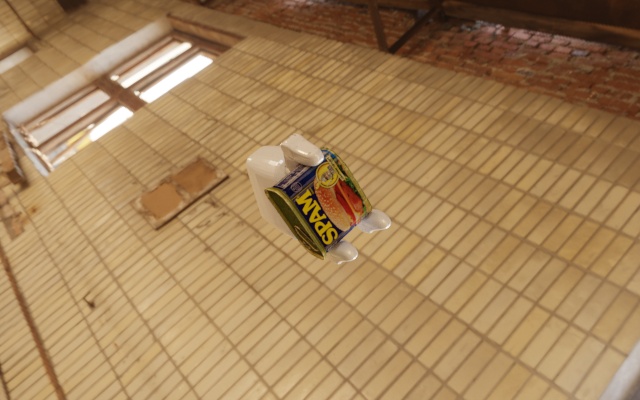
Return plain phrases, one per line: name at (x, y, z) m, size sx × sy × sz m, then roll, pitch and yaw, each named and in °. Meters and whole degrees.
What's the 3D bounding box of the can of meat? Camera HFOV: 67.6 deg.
can of meat at (0.000, 0.002, 0.548) m, size 0.084 × 0.102 × 0.057 m, roll -41°, pitch 25°, yaw -18°
